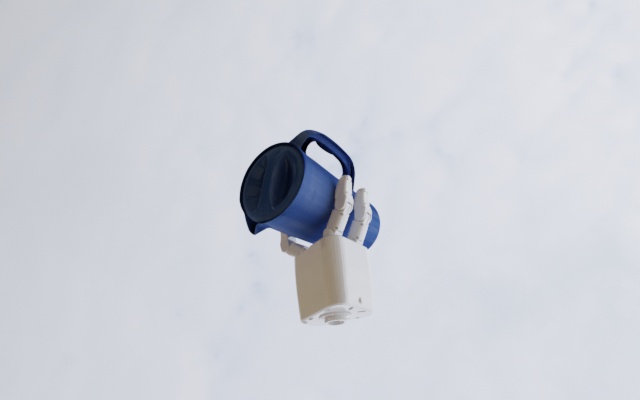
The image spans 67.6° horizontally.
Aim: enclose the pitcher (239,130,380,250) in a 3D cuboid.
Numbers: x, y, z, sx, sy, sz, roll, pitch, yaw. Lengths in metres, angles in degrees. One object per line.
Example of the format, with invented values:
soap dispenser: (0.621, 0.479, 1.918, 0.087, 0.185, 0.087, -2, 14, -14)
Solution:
pitcher: (0.000, 0.003, 0.796, 0.149, 0.145, 0.243, -26, -36, 29)
